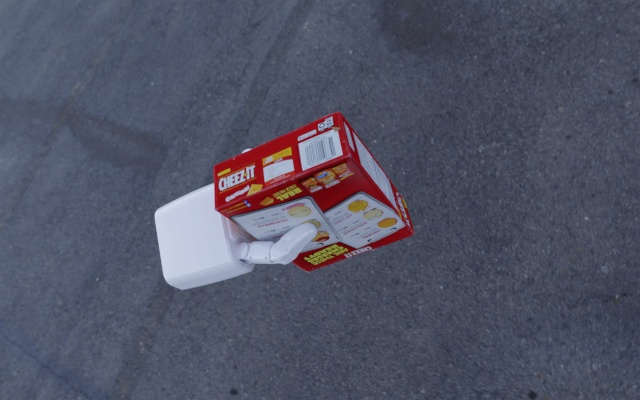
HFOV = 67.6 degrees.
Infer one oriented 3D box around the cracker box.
[{"bbox_3d":[0.000,0.002,0.582,0.164,0.072,0.214,-21,-34,19],"label":"cracker box"}]
